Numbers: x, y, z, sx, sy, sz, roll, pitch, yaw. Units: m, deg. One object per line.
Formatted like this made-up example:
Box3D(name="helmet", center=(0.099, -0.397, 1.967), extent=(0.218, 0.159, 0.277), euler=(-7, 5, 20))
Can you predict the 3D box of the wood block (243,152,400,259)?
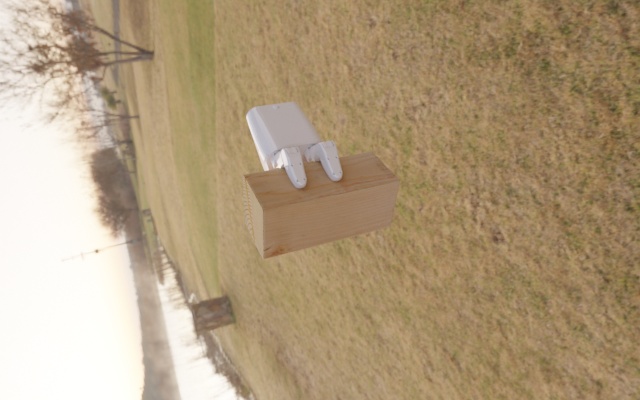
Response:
Box3D(name="wood block", center=(0.000, 0.002, 0.698), extent=(0.206, 0.091, 0.090), euler=(-12, 41, -22))
